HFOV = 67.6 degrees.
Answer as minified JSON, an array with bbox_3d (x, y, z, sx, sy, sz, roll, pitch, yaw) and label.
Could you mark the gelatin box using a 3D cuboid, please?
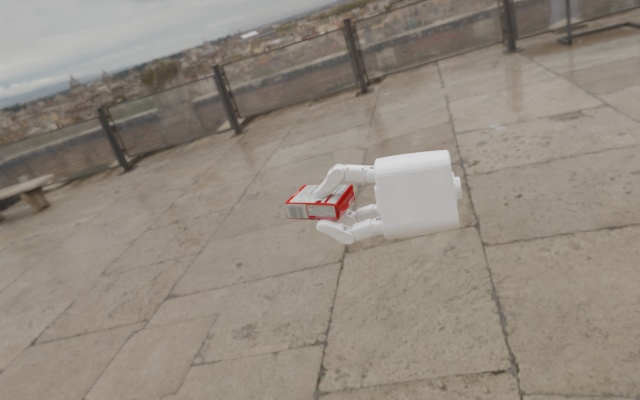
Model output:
[{"bbox_3d":[0.000,0.002,0.740,0.089,0.030,0.073,1,25,24],"label":"gelatin box"}]
